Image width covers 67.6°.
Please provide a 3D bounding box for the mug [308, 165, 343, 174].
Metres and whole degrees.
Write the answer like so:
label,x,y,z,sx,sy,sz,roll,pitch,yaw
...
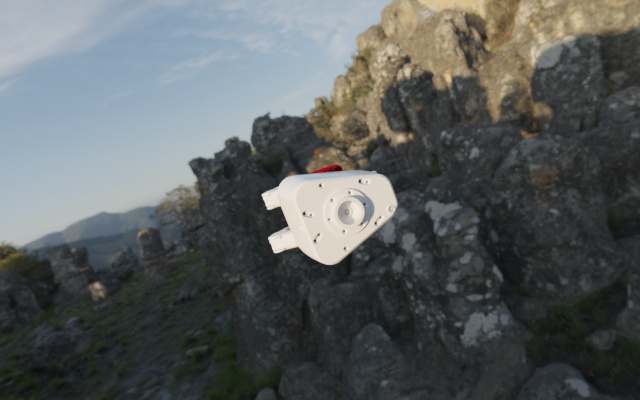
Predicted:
label,x,y,z,sx,sy,sz,roll,pitch,yaw
mug,0.000,0.002,0.651,0.093,0.081,0.117,-23,9,-11
